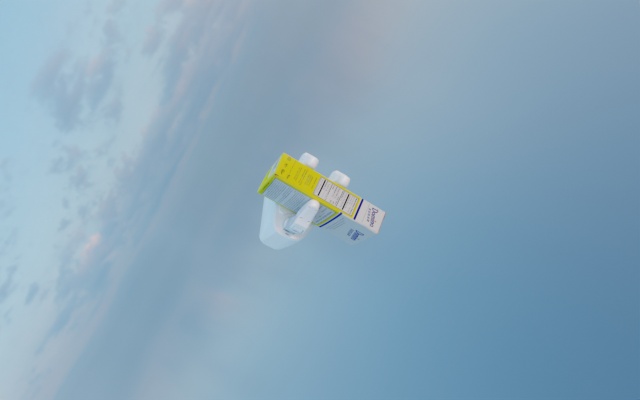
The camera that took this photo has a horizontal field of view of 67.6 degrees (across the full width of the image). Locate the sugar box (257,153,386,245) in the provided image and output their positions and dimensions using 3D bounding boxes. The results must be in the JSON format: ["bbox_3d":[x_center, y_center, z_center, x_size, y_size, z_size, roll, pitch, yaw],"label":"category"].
[{"bbox_3d":[0.000,0.002,0.718,0.176,0.048,0.093,28,-23,-13],"label":"sugar box"}]
